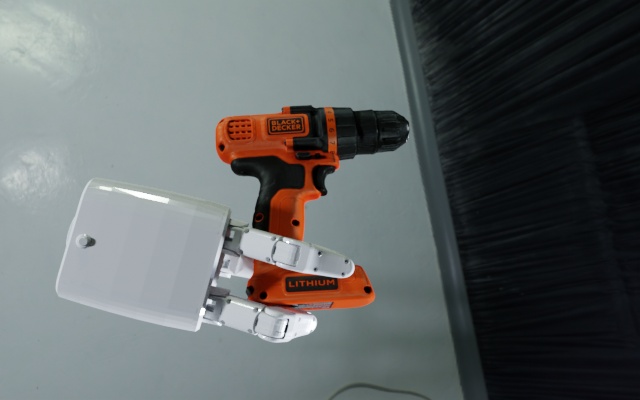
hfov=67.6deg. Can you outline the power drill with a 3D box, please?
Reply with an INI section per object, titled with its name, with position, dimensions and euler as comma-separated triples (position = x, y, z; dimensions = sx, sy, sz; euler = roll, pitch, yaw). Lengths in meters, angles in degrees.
[power drill]
position = 0.000, 0.002, 0.431
dimensions = 0.184, 0.187, 0.057
euler = -4, -22, -3
